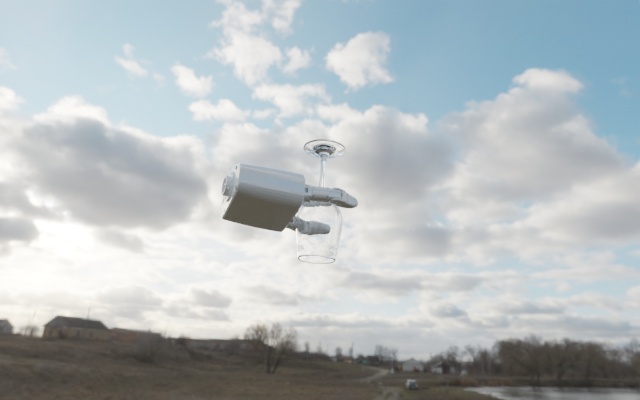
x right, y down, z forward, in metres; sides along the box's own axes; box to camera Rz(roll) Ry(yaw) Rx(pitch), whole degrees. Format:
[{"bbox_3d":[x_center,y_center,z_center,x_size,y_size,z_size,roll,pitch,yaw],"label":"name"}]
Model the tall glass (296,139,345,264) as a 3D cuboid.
[{"bbox_3d":[0.000,0.002,0.806,0.079,0.201,0.079,3,-19,1],"label":"tall glass"}]
